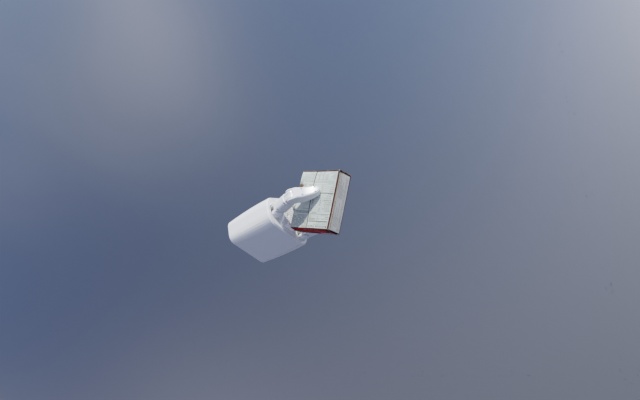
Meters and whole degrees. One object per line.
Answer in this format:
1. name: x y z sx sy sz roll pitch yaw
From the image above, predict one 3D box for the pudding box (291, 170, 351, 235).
1. pudding box: 0.000 0.003 0.852 0.090 0.113 0.039 2 -15 40
